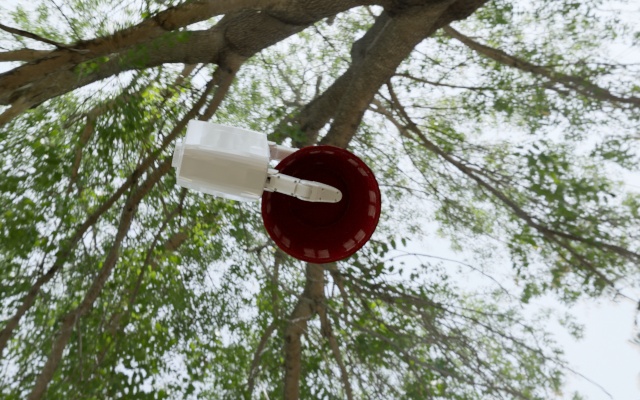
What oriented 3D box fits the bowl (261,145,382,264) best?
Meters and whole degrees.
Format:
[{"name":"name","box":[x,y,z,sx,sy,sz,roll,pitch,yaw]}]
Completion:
[{"name":"bowl","box":[0.001,0.003,0.658,0.162,0.162,0.055,0,12,-4]}]
